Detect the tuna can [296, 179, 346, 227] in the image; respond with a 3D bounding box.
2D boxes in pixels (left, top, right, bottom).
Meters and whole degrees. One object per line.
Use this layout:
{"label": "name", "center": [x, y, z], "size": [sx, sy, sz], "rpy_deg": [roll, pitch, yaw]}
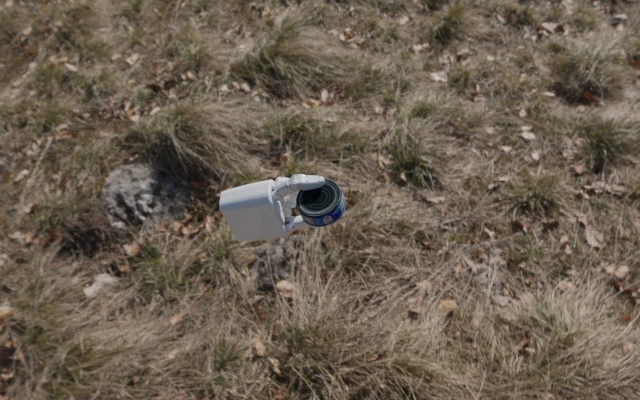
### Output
{"label": "tuna can", "center": [0.000, 0.002, 0.856], "size": [0.086, 0.086, 0.034], "rpy_deg": [0, -35, 19]}
